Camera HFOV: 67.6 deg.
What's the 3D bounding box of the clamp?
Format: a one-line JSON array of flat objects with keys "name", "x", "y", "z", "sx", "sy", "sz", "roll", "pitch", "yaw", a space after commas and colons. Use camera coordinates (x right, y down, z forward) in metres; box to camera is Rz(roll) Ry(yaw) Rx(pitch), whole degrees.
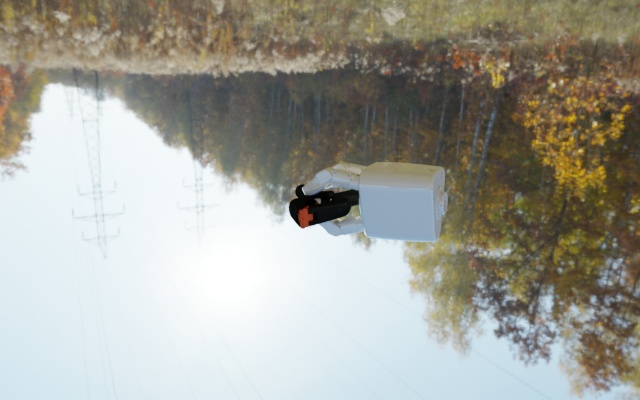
[{"name": "clamp", "x": 0.000, "y": 0.003, "z": 0.751, "sx": 0.164, "sy": 0.036, "sz": 0.210, "roll": 1, "pitch": 13, "yaw": 25}]
